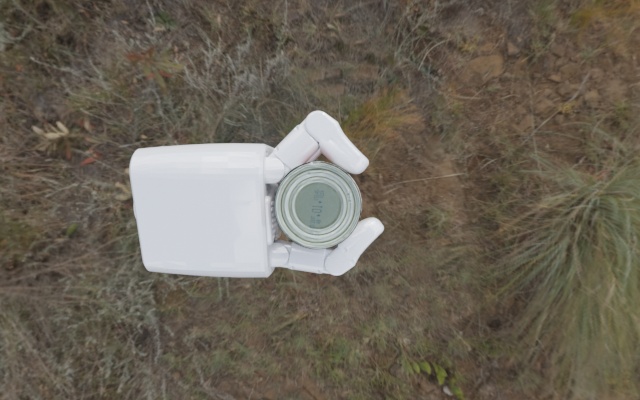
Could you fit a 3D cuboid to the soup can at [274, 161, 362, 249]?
[{"bbox_3d":[0.001,0.001,0.404,0.068,0.068,0.102,0,3,3],"label":"soup can"}]
